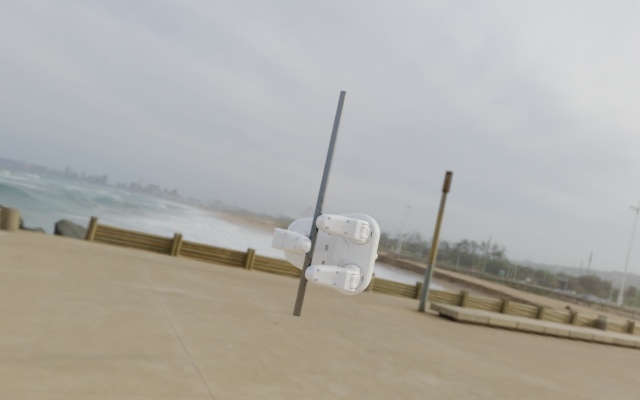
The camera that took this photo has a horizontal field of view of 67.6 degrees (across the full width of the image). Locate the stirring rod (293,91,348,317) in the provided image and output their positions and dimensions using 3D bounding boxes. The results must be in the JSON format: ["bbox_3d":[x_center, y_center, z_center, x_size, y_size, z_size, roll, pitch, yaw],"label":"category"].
[{"bbox_3d":[0.000,0.002,0.502,0.011,0.239,0.011,12,-4,1],"label":"stirring rod"}]
